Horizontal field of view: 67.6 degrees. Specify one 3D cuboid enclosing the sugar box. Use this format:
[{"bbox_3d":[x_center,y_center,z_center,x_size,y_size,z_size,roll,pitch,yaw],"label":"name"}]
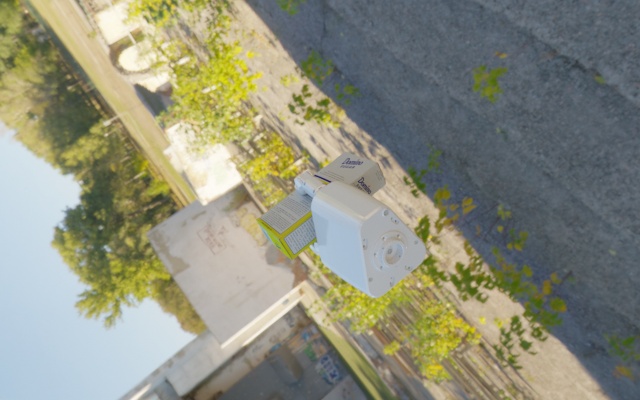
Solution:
[{"bbox_3d":[0.000,0.003,0.685,0.176,0.048,0.093,-35,29,-15],"label":"sugar box"}]
